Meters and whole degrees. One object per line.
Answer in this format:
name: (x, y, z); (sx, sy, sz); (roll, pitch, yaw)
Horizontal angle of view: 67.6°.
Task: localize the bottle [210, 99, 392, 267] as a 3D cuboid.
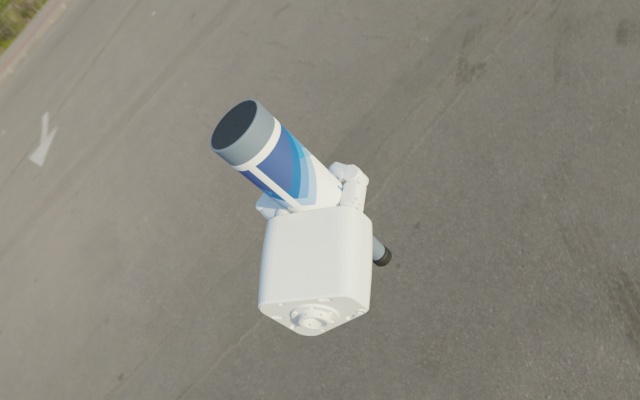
bottle: (0.000, 0.002, 0.565); (0.069, 0.069, 0.296); (0, -32, 44)
